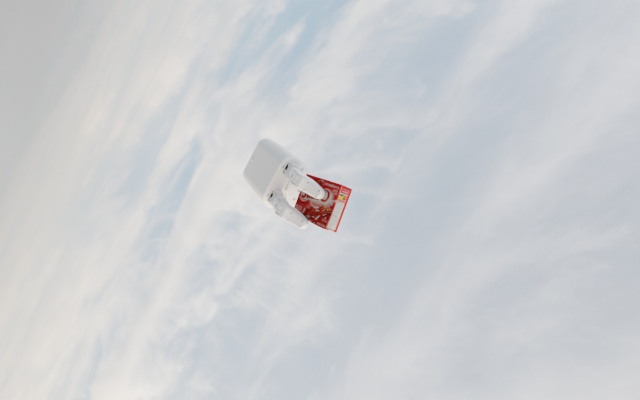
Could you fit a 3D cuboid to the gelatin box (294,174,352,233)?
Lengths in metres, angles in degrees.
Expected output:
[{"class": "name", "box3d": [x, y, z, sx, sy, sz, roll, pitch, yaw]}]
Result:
[{"class": "gelatin box", "box3d": [0.001, 0.003, 0.759, 0.030, 0.073, 0.089, 20, 1, -44]}]
